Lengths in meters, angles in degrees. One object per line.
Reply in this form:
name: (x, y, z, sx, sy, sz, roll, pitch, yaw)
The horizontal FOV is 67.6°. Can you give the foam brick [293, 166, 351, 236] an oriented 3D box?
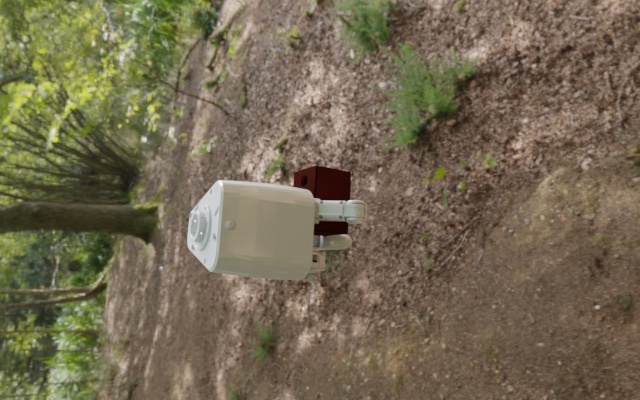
foam brick: (0.000, 0.002, 0.573, 0.051, 0.078, 0.053, 9, -11, -31)
